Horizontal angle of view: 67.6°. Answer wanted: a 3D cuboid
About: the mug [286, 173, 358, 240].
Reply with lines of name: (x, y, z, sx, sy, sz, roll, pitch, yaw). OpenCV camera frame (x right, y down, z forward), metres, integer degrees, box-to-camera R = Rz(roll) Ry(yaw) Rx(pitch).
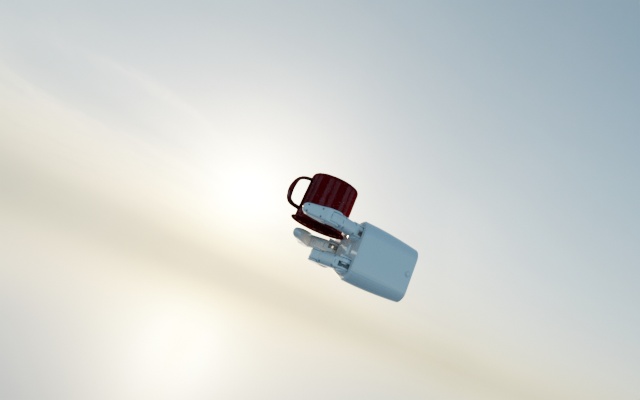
mug: (-0.001, 0.002, 0.771, 0.117, 0.081, 0.093, 28, -13, -18)
